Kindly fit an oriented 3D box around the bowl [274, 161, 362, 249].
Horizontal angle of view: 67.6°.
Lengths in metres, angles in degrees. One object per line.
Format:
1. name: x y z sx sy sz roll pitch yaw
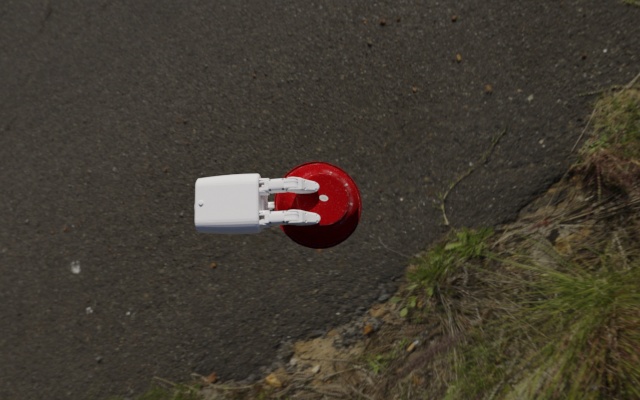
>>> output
1. bowl: 0.001 0.002 0.840 0.162 0.162 0.055 0 -11 -9
